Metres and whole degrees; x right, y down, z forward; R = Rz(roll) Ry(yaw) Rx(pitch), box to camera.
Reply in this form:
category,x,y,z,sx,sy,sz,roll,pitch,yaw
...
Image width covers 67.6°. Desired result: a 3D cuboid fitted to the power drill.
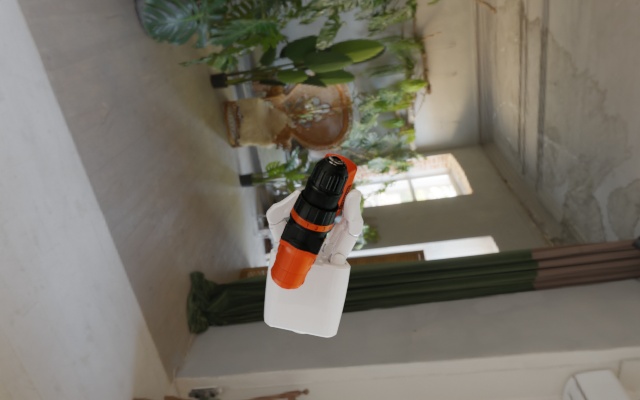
category,x,y,z,sx,sy,sz,roll,pitch,yaw
power drill,0.000,0.002,0.628,0.057,0.184,0.187,27,27,3
